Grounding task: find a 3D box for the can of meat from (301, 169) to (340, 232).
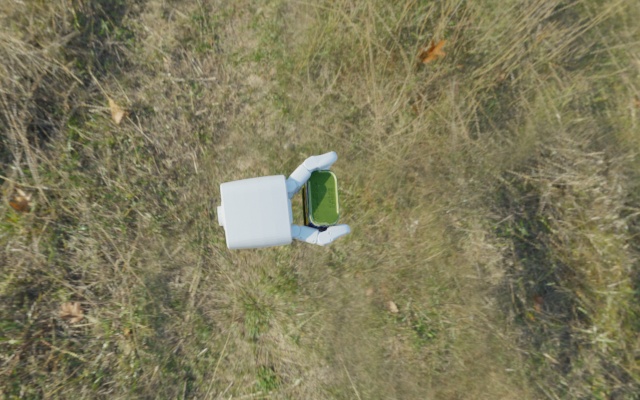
[{"bbox_3d":[0.000,0.003,0.834,0.057,0.102,0.084,-3,-12,-7],"label":"can of meat"}]
